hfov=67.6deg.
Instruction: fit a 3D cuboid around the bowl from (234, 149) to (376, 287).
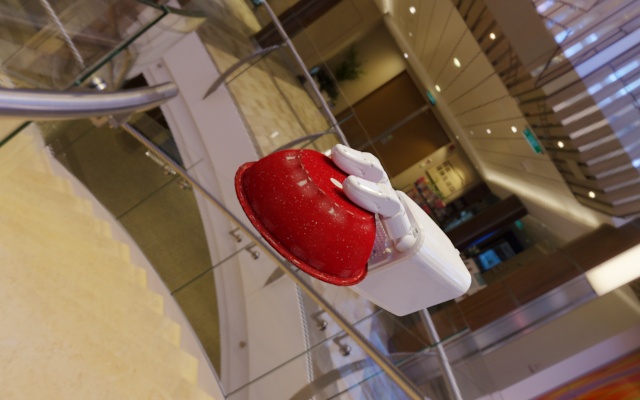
[{"bbox_3d":[-0.001,0.001,0.454,0.055,0.162,0.162,-48,-23,23],"label":"bowl"}]
